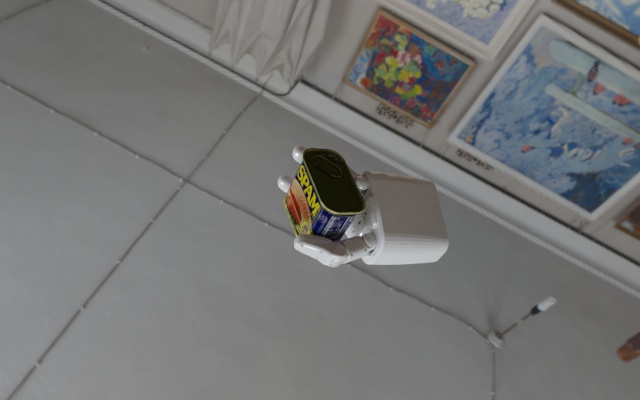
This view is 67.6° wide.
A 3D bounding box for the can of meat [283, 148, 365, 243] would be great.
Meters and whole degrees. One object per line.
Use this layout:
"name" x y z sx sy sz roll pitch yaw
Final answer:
"can of meat" 0.000 0.002 0.579 0.057 0.102 0.084 0 -40 -29
